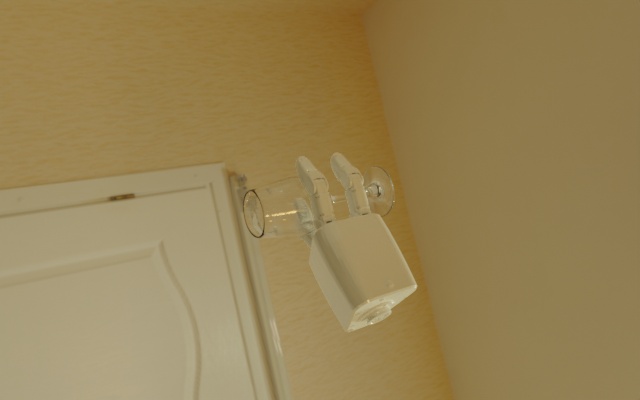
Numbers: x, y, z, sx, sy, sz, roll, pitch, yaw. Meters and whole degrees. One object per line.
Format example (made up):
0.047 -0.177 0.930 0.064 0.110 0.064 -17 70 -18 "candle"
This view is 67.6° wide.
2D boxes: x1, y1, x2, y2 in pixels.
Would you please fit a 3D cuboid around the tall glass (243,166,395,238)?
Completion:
0.001 0.002 0.646 0.201 0.079 0.079 -10 5 -31 "tall glass"
